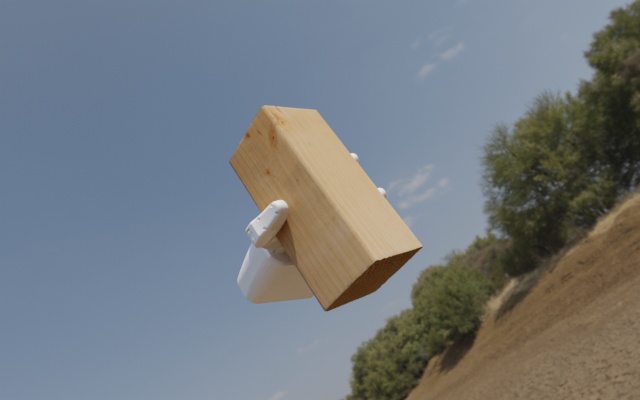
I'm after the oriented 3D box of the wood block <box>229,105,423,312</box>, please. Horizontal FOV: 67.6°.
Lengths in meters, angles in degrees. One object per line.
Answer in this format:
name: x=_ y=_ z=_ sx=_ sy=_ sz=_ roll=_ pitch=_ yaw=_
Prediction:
wood block: x=0.000 y=0.002 z=0.519 sx=0.091 sy=0.206 sz=0.090 roll=-8 pitch=-35 yaw=-49
